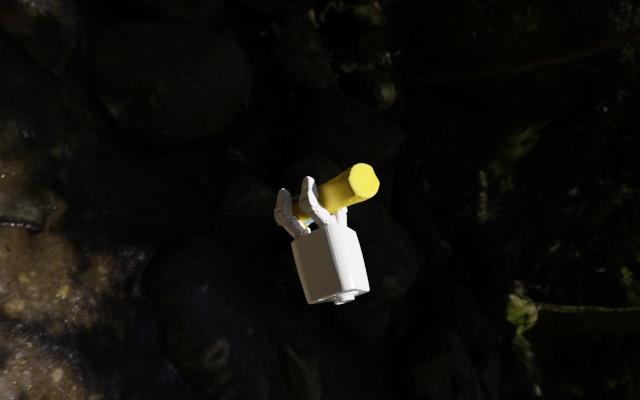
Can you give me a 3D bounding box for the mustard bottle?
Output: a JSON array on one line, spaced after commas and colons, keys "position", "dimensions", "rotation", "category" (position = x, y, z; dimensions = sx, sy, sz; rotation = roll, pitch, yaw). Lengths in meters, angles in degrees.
[{"position": [0.000, 0.002, 0.809], "dimensions": [0.192, 0.058, 0.096], "rotation": [-26, 3, 31], "category": "mustard bottle"}]
